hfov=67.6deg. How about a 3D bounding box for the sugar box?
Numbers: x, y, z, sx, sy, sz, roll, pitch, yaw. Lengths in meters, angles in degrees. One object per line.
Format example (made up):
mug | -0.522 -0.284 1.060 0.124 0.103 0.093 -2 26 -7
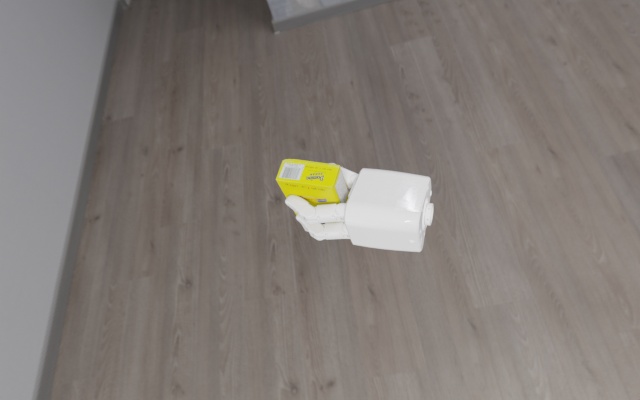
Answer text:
sugar box | 0.000 0.003 0.765 0.093 0.048 0.176 9 -29 20
